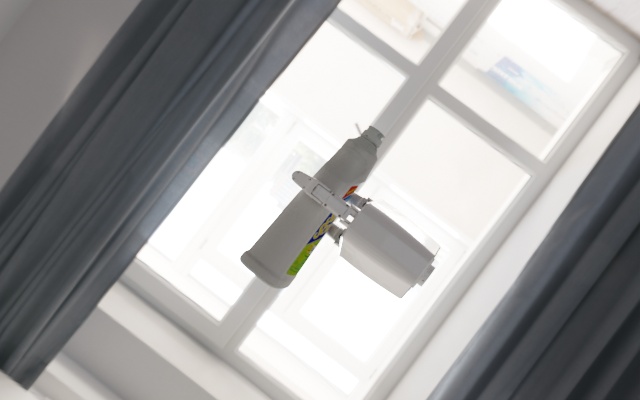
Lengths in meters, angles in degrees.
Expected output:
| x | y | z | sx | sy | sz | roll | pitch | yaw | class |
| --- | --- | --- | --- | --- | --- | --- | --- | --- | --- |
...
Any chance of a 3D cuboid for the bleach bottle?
| x | y | z | sx | sy | sz | roll | pitch | yaw | class |
| --- | --- | --- | --- | --- | --- | --- | --- | --- | --- |
| 0.000 | 0.002 | 0.651 | 0.068 | 0.251 | 0.102 | 37 | -1 | 14 | bleach bottle |
